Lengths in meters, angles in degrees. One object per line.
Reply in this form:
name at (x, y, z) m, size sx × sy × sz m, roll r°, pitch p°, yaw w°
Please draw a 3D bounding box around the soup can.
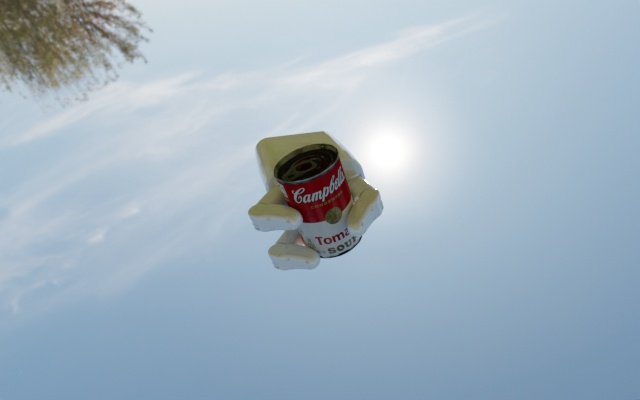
soup can at (0.000, 0.002, 0.498) m, size 0.068 × 0.102 × 0.068 m, roll -14°, pitch 33°, yaw 10°
